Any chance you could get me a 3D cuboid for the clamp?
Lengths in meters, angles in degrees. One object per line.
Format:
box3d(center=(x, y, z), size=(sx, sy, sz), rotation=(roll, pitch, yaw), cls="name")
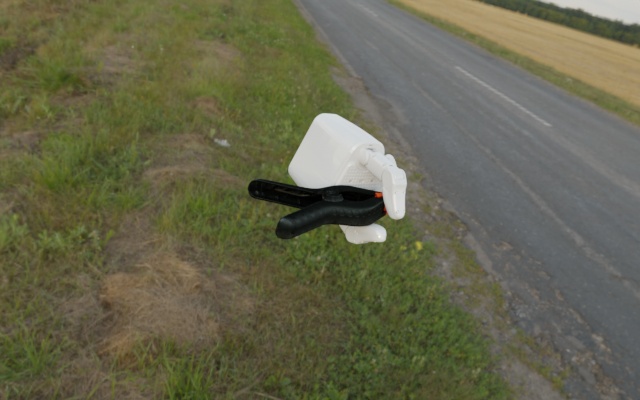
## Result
box3d(center=(0.000, 0.001, 0.567), size=(0.171, 0.039, 0.120), rotation=(-3, 32, -34), cls="clamp")
